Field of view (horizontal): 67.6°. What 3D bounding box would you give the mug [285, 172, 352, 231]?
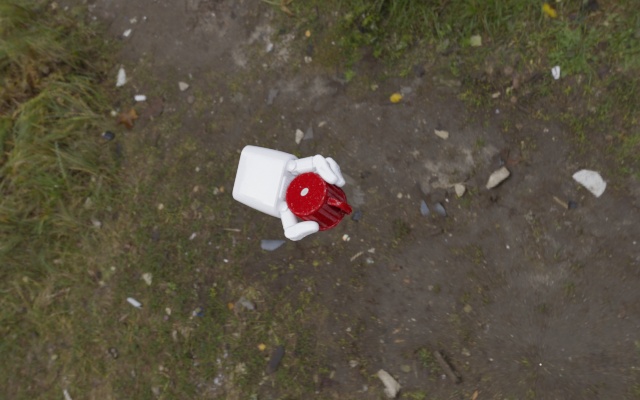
[{"bbox_3d":[0.001,0.003,0.841,0.117,0.093,0.081,17,-10,30],"label":"mug"}]
